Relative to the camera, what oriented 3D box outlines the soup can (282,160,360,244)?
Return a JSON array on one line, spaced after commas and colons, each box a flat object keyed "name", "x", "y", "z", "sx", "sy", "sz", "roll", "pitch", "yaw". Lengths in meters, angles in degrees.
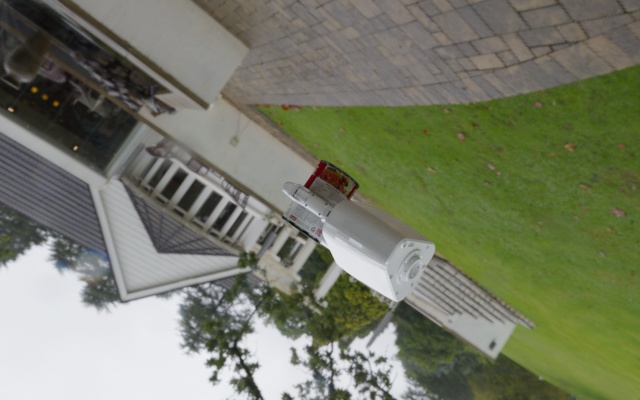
[{"name": "soup can", "x": 0.000, "y": 0.002, "z": 0.684, "sx": 0.068, "sy": 0.102, "sz": 0.068, "roll": 34, "pitch": -4, "yaw": 3}]
